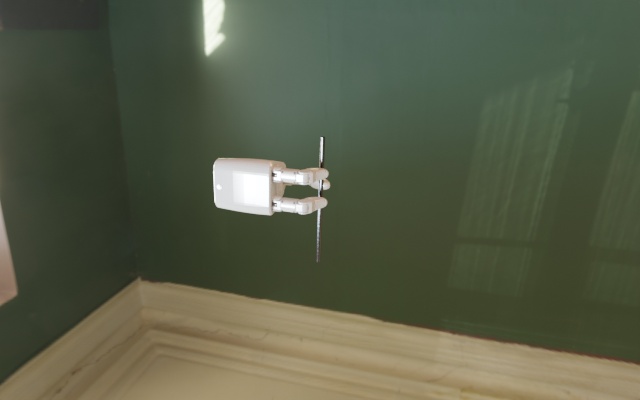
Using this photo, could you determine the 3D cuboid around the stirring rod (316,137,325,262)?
[{"bbox_3d":[0.000,0.003,0.871,0.011,0.240,0.011,2,20,-1],"label":"stirring rod"}]
